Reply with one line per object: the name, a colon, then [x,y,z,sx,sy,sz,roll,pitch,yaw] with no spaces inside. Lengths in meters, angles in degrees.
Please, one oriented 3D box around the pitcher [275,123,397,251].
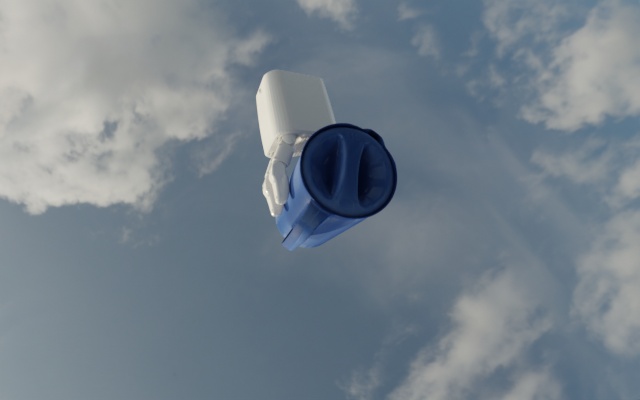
pitcher: [0.000,0.002,0.715,0.149,0.145,0.243,-6,-16,-19]
